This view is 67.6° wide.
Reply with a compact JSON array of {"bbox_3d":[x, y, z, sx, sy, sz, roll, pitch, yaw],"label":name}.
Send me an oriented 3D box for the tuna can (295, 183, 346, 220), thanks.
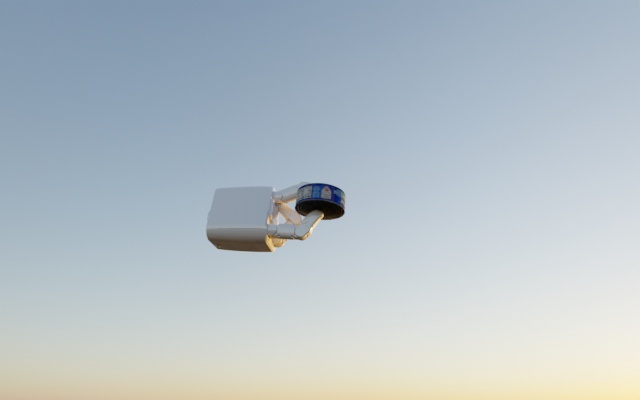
[{"bbox_3d":[0.000,0.002,0.817,0.086,0.033,0.086,5,-24,2],"label":"tuna can"}]
